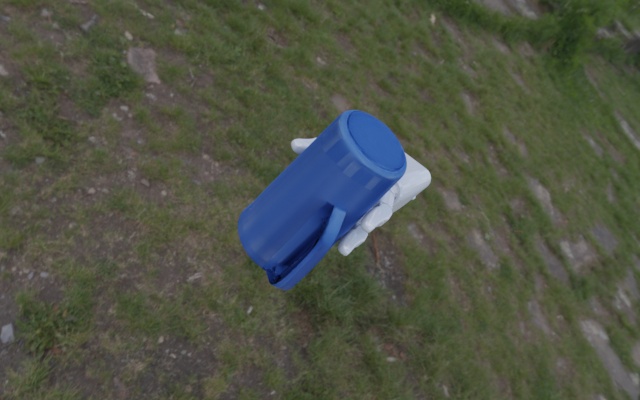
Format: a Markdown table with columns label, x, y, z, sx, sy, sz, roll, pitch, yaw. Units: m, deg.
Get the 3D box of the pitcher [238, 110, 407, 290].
| label | x | y | z | sx | sy | sz | roll | pitch | yaw |
| --- | --- | --- | --- | --- | --- | --- | --- | --- | --- |
| pitcher | 0.000 | 0.002 | 0.643 | 0.145 | 0.149 | 0.243 | -17 | -21 | -49 |
